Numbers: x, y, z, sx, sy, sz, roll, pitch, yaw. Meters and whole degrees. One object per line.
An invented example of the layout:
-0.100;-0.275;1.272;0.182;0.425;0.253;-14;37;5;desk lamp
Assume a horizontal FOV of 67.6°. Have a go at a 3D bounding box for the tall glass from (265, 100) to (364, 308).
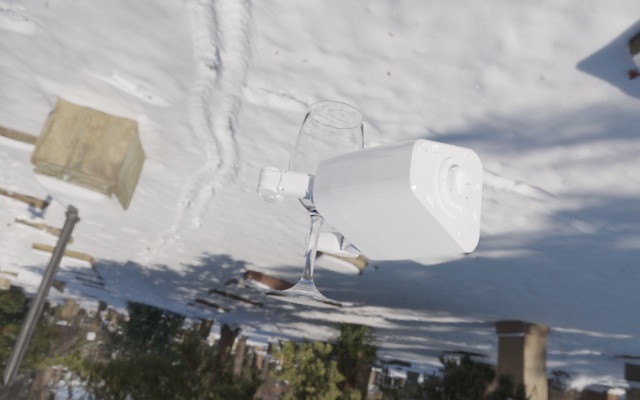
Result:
0.000;0.002;0.484;0.079;0.201;0.079;9;-17;3;tall glass
